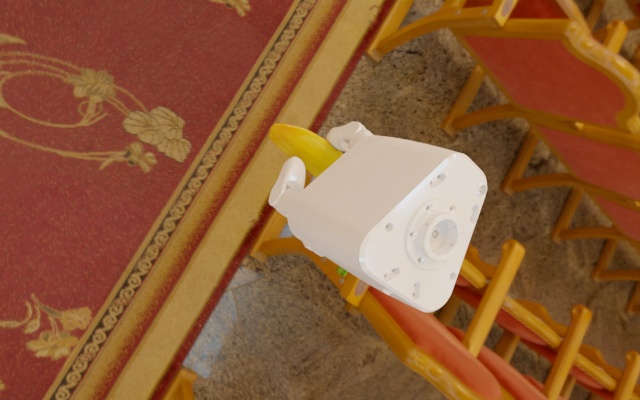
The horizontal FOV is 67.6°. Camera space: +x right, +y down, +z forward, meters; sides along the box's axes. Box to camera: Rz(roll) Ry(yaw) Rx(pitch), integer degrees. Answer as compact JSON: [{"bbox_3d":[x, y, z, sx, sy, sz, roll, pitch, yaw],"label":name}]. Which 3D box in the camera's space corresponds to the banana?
[{"bbox_3d":[0.017,-0.006,0.505,0.069,0.198,0.037,-33,27,-14],"label":"banana"}]
